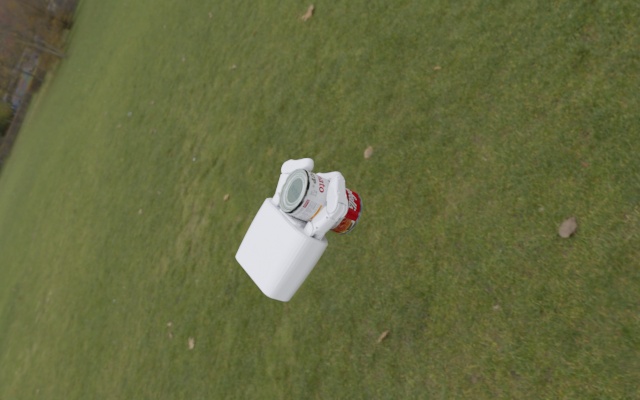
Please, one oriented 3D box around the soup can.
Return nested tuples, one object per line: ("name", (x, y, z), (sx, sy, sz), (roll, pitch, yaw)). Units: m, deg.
("soup can", (0.000, 0.002, 0.683), (0.102, 0.068, 0.068), (23, -13, -34))
